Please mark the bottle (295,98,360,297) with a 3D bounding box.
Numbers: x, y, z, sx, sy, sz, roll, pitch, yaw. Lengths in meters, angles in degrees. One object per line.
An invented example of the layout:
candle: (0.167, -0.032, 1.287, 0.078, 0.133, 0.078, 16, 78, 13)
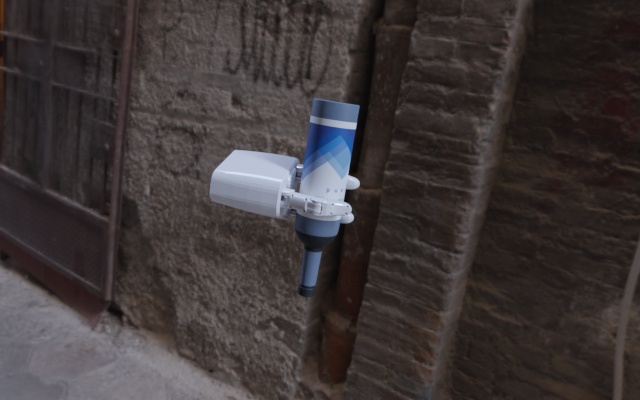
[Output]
bottle: (0.000, 0.002, 0.708, 0.069, 0.296, 0.069, 9, 12, -2)
